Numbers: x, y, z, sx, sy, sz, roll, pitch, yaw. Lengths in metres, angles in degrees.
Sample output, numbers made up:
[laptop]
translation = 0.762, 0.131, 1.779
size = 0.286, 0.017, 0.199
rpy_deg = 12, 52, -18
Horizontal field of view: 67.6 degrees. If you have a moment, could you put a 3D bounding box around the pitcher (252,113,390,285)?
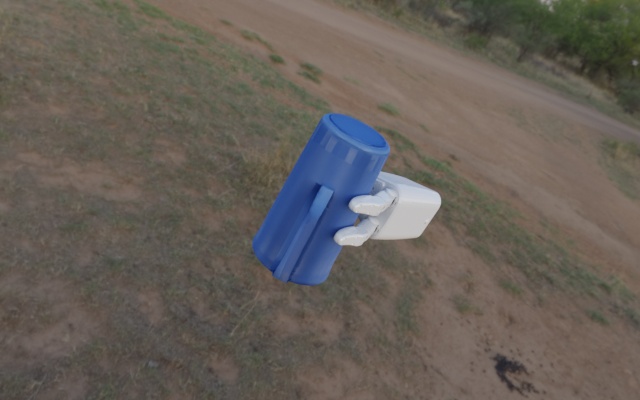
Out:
[pitcher]
translation = 0.000, 0.002, 0.706
size = 0.145, 0.243, 0.149
rpy_deg = 6, 33, -39
